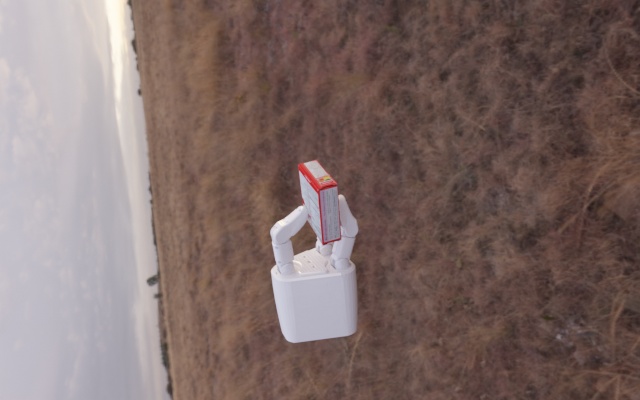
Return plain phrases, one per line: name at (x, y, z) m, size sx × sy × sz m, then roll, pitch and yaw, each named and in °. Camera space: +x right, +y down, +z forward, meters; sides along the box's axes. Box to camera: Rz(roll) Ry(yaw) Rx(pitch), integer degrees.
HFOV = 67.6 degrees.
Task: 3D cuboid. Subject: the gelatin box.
gelatin box at (0.000, 0.002, 0.628) m, size 0.030 × 0.089 × 0.073 m, roll -16°, pitch 35°, yaw -15°
